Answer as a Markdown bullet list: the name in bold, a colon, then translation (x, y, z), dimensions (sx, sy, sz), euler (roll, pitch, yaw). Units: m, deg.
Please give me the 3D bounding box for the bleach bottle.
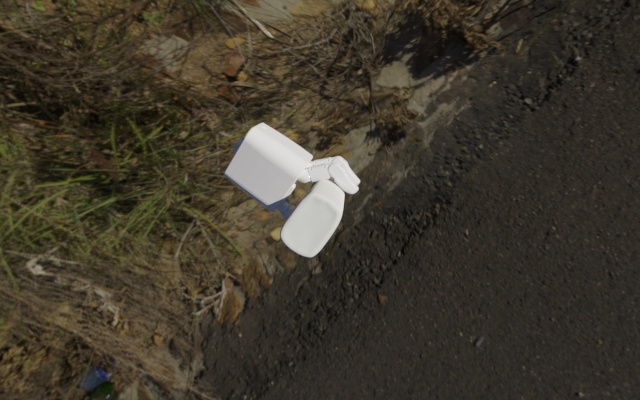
- **bleach bottle**: translation (0.000, 0.003, 0.809), dimensions (0.068, 0.102, 0.250), euler (35, 16, -4)
